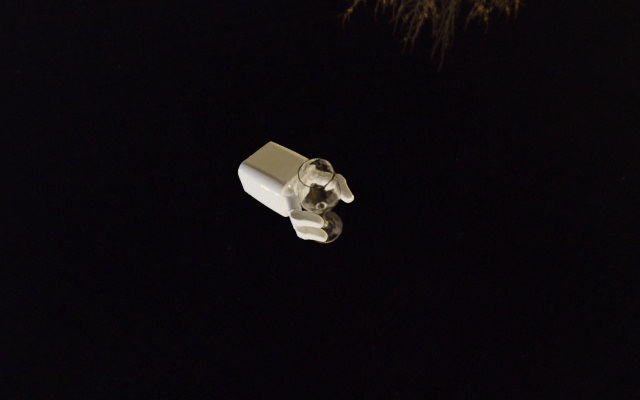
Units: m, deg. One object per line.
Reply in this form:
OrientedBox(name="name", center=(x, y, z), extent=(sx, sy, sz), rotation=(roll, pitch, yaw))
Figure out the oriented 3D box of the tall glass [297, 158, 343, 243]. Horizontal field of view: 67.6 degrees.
OrientedBox(name="tall glass", center=(0.000, 0.003, 0.885), extent=(0.079, 0.079, 0.201), rotation=(0, -30, 5))
